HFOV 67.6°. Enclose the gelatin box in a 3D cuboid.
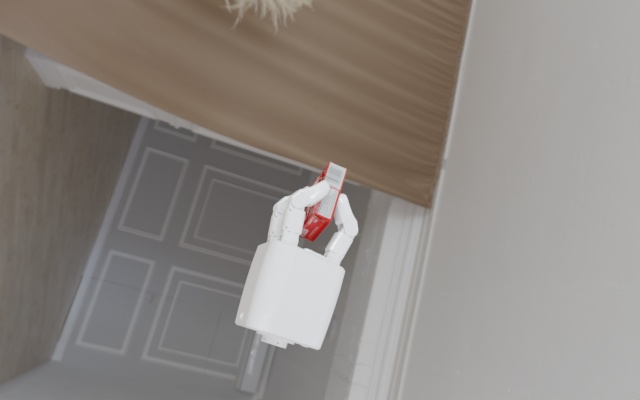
[{"bbox_3d":[0.001,0.002,0.653,0.030,0.089,0.073,24,-31,-9],"label":"gelatin box"}]
